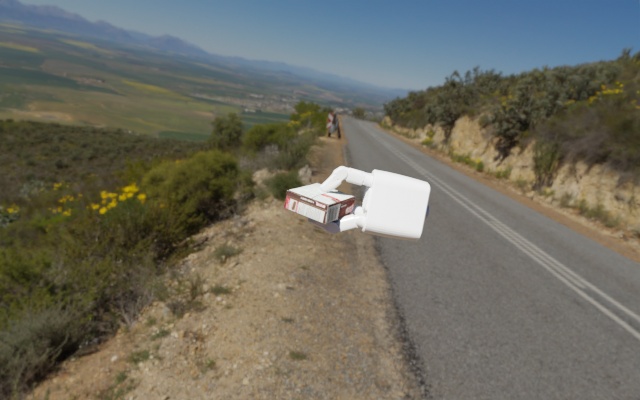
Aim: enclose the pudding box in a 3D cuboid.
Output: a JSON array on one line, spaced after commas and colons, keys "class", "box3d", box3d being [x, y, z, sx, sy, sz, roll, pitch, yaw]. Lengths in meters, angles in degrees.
[{"class": "pudding box", "box3d": [0.000, 0.003, 0.875, 0.090, 0.039, 0.113, 19, 16, 25]}]
